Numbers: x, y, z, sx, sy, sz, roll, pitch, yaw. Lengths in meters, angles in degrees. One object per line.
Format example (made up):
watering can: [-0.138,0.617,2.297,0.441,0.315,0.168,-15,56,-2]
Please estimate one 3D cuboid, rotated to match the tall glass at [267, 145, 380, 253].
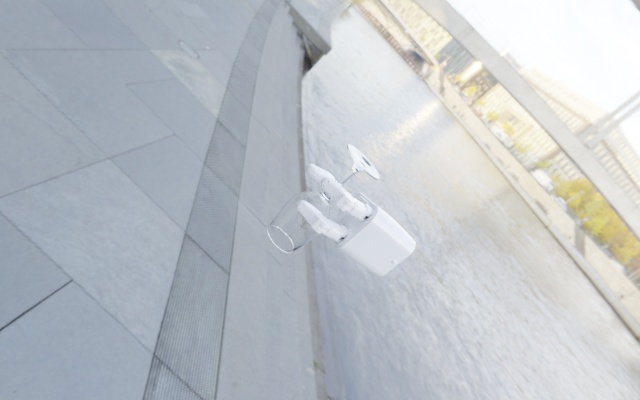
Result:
tall glass: [0.000,0.002,0.791,0.201,0.079,0.079,-43,-17,19]
